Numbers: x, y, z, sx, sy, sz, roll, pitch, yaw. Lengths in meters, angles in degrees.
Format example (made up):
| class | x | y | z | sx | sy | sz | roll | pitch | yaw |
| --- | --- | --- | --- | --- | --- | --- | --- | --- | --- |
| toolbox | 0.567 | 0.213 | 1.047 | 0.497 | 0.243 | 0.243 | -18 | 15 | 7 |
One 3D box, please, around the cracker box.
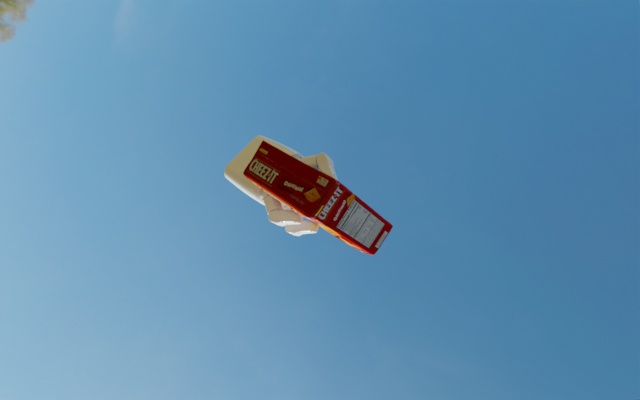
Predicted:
| class | x | y | z | sx | sy | sz | roll | pitch | yaw |
| --- | --- | --- | --- | --- | --- | --- | --- | --- | --- |
| cracker box | 0.000 | 0.002 | 0.776 | 0.164 | 0.072 | 0.214 | 30 | -2 | 37 |
